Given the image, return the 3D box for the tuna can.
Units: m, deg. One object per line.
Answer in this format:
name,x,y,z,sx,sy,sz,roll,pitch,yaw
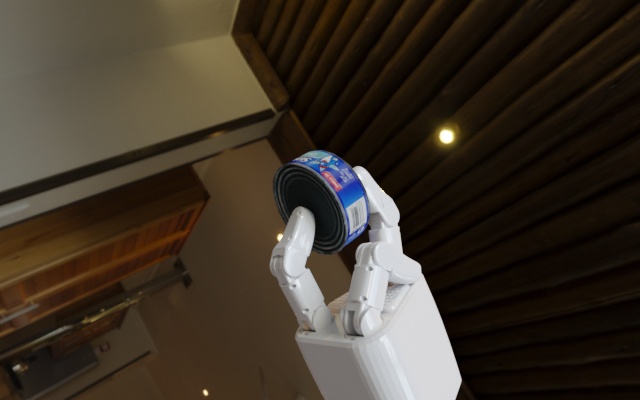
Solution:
tuna can,0.000,0.001,0.406,0.033,0.086,0.086,-33,20,-35
